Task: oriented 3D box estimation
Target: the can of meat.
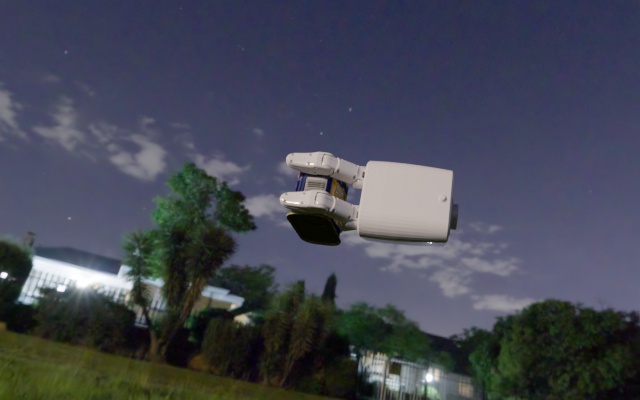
[{"bbox_3d":[0.000,0.002,0.630,0.057,0.084,0.102,5,-25,16],"label":"can of meat"}]
